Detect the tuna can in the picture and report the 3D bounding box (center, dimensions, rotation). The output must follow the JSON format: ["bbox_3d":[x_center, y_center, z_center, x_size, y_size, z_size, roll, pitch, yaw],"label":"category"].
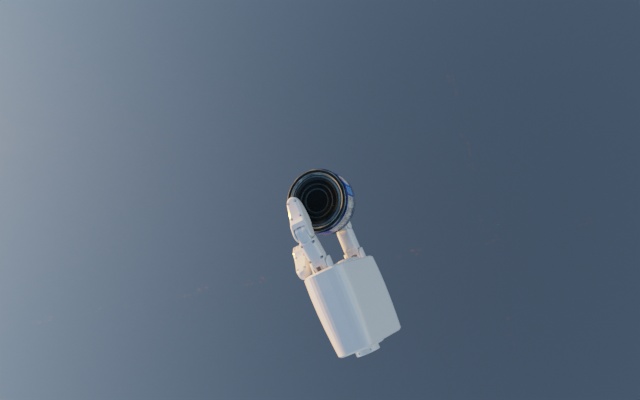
[{"bbox_3d":[0.000,0.002,0.627,0.086,0.086,0.034,0,-8,23],"label":"tuna can"}]
